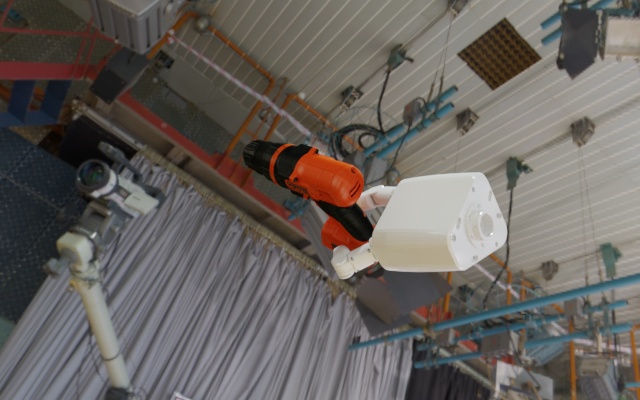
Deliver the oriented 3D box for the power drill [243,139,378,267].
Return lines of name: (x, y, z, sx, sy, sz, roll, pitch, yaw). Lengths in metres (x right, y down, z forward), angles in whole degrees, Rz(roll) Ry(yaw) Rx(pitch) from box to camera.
power drill: (0.001, 0.002, 0.606, 0.184, 0.057, 0.188, 24, -19, 42)
